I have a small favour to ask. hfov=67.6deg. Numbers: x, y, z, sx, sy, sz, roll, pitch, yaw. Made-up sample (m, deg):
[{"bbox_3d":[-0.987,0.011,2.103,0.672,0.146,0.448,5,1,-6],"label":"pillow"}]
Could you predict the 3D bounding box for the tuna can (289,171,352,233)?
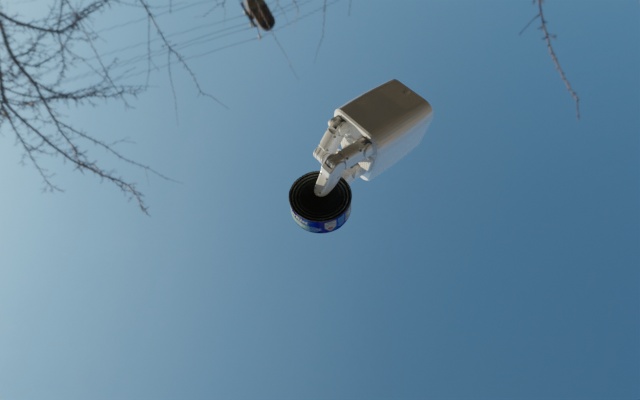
[{"bbox_3d":[0.000,0.003,0.657,0.086,0.086,0.034,0,-36,2],"label":"tuna can"}]
